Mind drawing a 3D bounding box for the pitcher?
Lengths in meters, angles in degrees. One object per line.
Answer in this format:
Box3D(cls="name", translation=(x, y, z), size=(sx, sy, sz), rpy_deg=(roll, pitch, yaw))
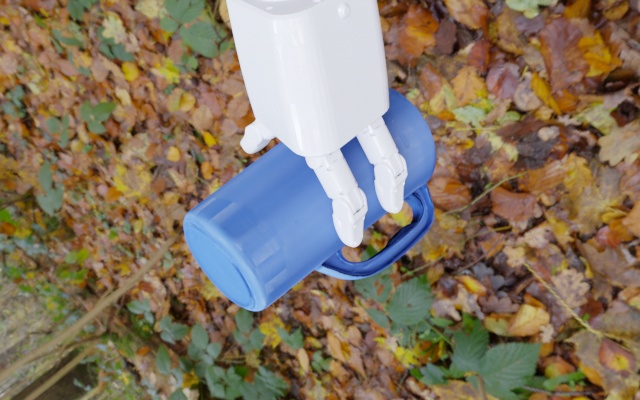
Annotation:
Box3D(cls="pitcher", translation=(0.000, 0.001, 0.471), size=(0.149, 0.145, 0.242), rpy_deg=(27, 53, 36))
